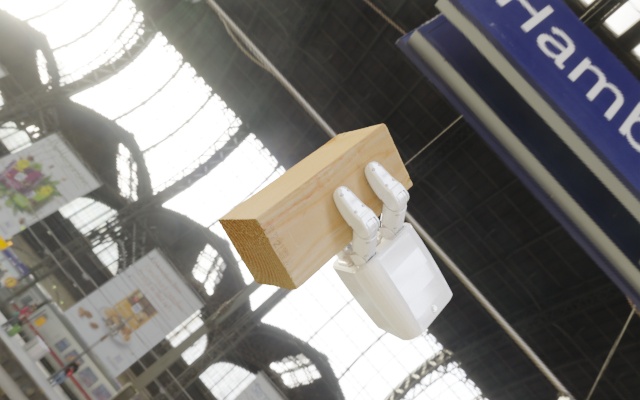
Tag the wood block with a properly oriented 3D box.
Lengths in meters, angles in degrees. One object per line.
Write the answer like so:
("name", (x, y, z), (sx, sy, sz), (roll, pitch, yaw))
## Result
("wood block", (0.000, 0.002, 0.556), (0.206, 0.090, 0.091), (-38, 19, -32))
